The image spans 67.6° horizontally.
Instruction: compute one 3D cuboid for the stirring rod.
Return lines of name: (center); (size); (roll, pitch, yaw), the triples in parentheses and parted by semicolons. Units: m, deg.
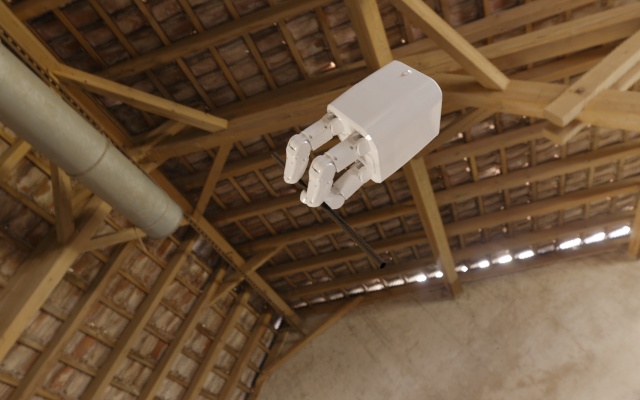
stirring rod: (0.000, 0.002, 0.558); (0.011, 0.011, 0.239); (0, 32, -38)
